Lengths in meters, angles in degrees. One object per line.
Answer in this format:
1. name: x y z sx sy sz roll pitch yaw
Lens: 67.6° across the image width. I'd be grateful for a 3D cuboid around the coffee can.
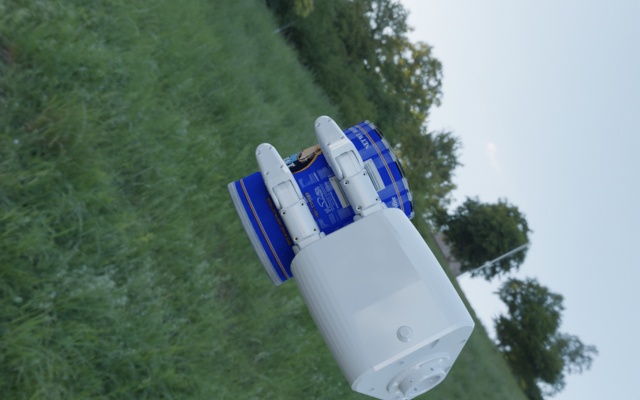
1. coffee can: 0.000 0.001 0.441 0.140 0.103 0.103 -26 2 -5
